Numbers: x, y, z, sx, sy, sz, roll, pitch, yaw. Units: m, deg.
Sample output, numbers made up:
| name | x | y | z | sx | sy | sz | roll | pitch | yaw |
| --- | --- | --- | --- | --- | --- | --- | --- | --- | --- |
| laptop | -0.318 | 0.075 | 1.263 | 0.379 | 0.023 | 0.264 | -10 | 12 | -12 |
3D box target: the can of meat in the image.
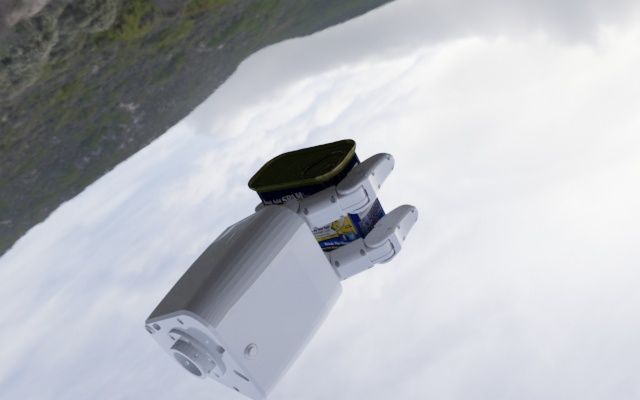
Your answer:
| name | x | y | z | sx | sy | sz | roll | pitch | yaw |
| --- | --- | --- | --- | --- | --- | --- | --- | --- | --- |
| can of meat | 0.000 | 0.002 | 0.420 | 0.102 | 0.084 | 0.057 | -8 | 32 | 38 |
